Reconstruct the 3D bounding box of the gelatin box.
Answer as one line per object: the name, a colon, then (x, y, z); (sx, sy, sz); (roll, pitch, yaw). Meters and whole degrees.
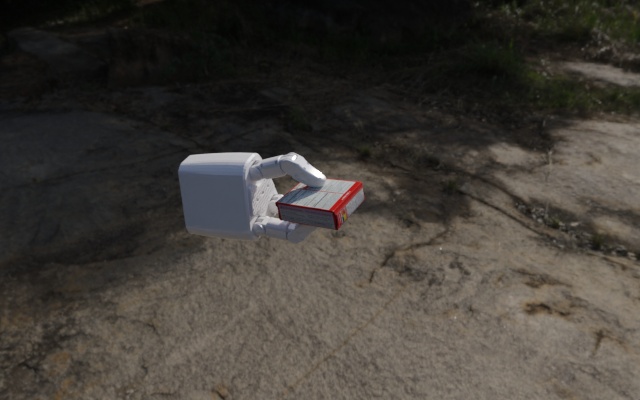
gelatin box: (0.000, 0.002, 0.600); (0.089, 0.030, 0.073); (7, 33, 33)
